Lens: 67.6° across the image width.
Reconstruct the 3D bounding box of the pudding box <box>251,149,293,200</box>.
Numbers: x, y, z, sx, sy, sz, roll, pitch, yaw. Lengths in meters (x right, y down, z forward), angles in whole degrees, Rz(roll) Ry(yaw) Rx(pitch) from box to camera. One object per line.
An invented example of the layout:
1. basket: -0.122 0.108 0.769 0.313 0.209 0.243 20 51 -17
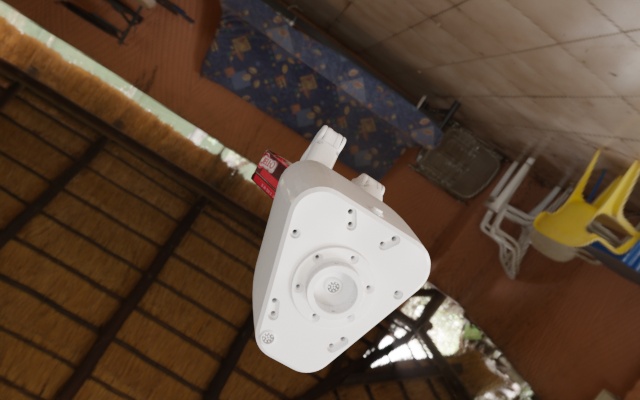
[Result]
1. pudding box: 0.000 0.002 0.454 0.113 0.039 0.090 29 8 -39
